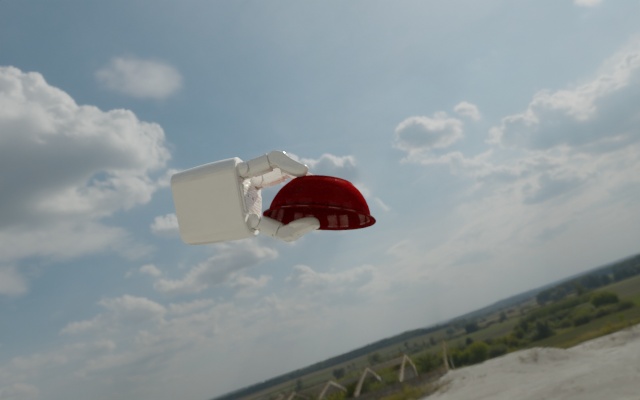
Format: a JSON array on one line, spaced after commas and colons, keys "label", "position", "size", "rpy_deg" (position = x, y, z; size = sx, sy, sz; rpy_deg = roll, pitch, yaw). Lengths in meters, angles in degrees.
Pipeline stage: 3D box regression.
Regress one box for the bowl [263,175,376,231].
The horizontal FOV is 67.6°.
[{"label": "bowl", "position": [0.001, 0.002, 0.687], "size": [0.162, 0.055, 0.162], "rpy_deg": [4, -14, 1]}]
